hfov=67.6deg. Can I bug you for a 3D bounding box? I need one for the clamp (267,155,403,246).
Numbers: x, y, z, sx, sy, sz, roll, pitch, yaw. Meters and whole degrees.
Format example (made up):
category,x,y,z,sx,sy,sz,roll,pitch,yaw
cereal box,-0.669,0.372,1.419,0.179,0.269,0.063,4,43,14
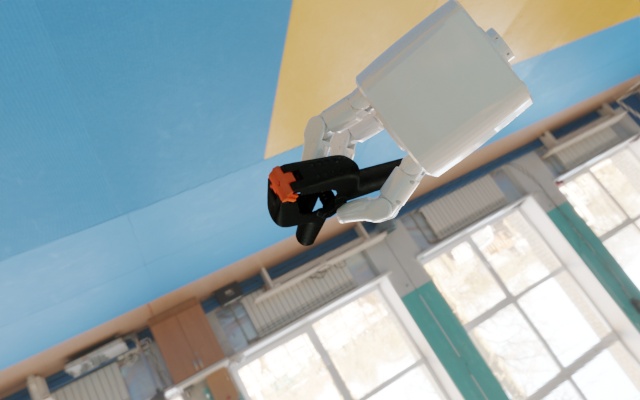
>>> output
category,x,y,z,sx,sy,sz,roll,pitch,yaw
clamp,0.000,0.002,0.480,0.164,0.036,0.210,-38,-18,22
